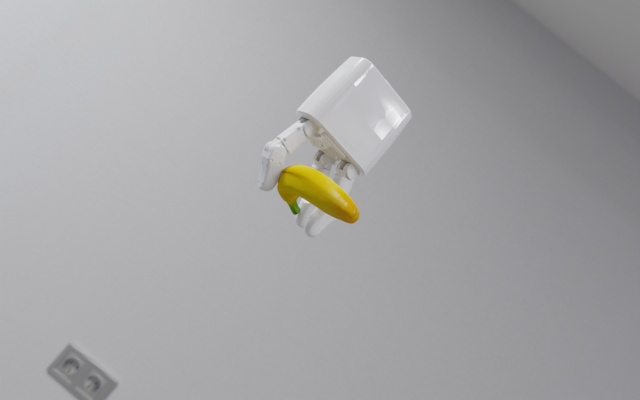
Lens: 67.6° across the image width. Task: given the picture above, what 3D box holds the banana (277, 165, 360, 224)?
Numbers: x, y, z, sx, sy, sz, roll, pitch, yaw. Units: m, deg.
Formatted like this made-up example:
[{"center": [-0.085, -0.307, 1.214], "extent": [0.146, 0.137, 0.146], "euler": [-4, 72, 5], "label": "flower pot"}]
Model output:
[{"center": [-0.013, -0.011, 0.557], "extent": [0.070, 0.037, 0.198], "euler": [47, -12, -16], "label": "banana"}]
